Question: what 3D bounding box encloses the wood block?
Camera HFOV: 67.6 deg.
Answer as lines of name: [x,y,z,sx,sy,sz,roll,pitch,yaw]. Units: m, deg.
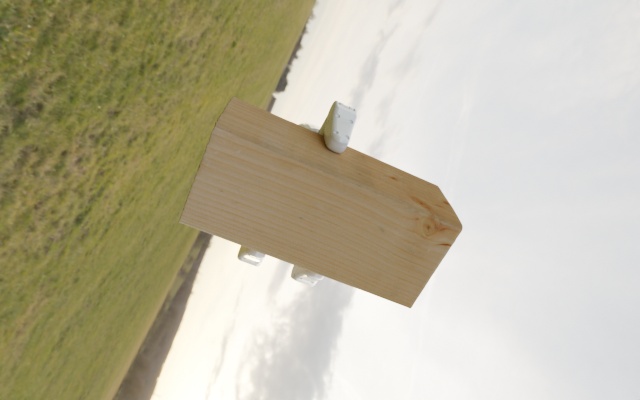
wood block: [0.000,0.001,0.411,0.206,0.091,0.090,22,23,-11]
